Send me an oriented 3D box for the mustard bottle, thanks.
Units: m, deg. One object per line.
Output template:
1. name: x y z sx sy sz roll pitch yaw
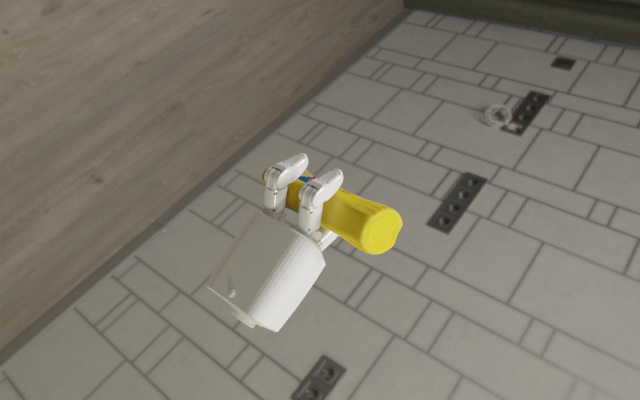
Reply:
1. mustard bottle: 0.000 0.002 0.591 0.191 0.058 0.096 26 9 31
